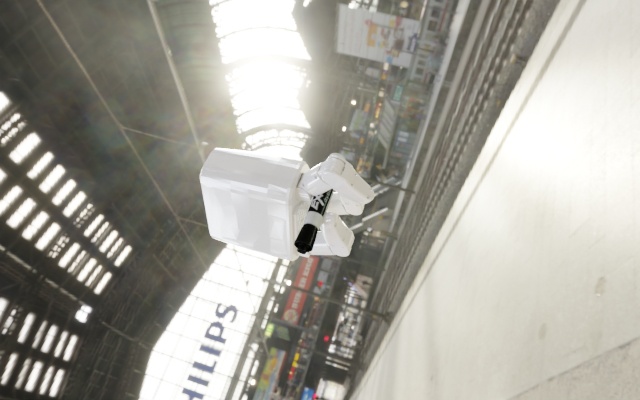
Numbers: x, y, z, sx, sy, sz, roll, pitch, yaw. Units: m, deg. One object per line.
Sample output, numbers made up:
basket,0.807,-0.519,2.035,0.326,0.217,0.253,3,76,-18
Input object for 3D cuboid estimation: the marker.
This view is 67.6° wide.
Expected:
marker,0.000,0.002,0.483,0.020,0.121,0.020,15,-34,10
